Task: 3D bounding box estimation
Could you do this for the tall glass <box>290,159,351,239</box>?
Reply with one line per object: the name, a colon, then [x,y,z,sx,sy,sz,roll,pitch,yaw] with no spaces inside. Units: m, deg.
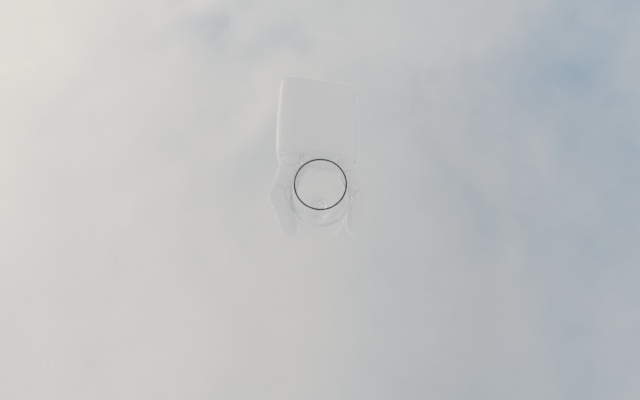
tall glass: [0.000,0.002,0.645,0.079,0.079,0.201,0,-12,0]
